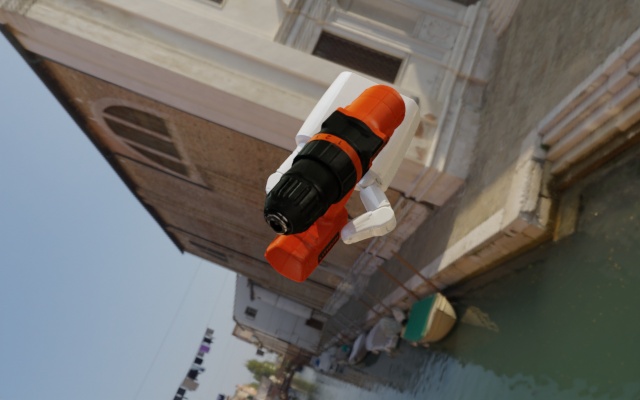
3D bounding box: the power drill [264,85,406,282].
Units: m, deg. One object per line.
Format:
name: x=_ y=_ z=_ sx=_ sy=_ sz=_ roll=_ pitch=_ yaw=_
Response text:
power drill: x=0.000 y=0.002 z=0.443 sx=0.184 sy=0.057 sz=0.188 roll=-47 pitch=-10 yaw=-37
